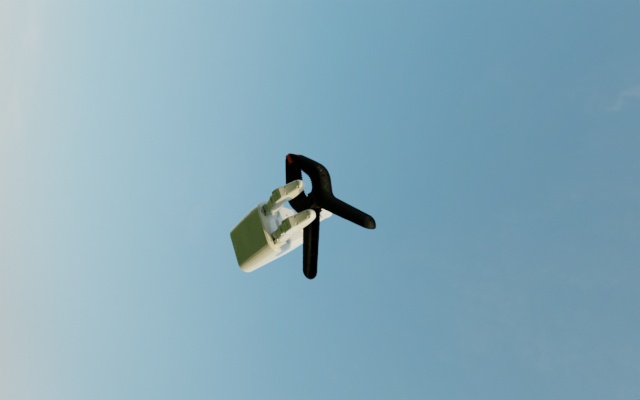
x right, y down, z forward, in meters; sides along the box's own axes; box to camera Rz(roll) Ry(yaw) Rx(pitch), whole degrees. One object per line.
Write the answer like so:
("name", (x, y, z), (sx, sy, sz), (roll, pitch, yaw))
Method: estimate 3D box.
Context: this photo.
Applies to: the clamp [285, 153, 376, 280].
("clamp", (0.000, 0.002, 0.780), (0.036, 0.210, 0.165), (4, -31, -47))
